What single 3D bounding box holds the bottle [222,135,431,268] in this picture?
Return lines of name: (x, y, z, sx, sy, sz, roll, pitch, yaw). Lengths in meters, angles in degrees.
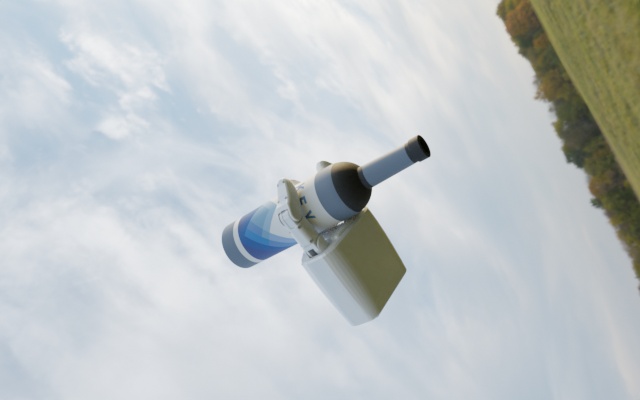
bottle: (0.000, 0.002, 0.587, 0.296, 0.069, 0.069, -29, -15, 30)
